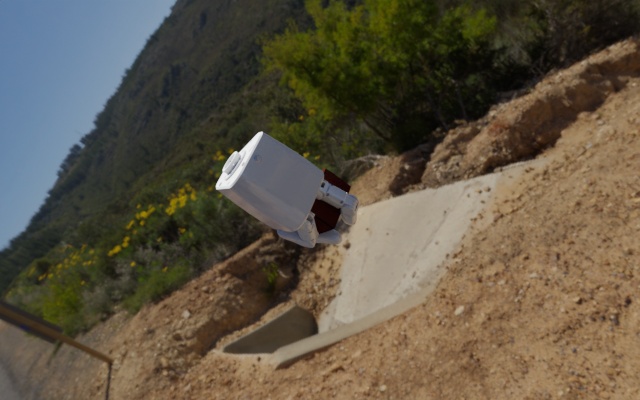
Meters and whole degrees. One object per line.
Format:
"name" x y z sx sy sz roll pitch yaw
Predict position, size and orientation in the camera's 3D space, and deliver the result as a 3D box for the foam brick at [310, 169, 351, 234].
"foam brick" 0.000 0.002 0.698 0.051 0.078 0.053 35 -31 -21
